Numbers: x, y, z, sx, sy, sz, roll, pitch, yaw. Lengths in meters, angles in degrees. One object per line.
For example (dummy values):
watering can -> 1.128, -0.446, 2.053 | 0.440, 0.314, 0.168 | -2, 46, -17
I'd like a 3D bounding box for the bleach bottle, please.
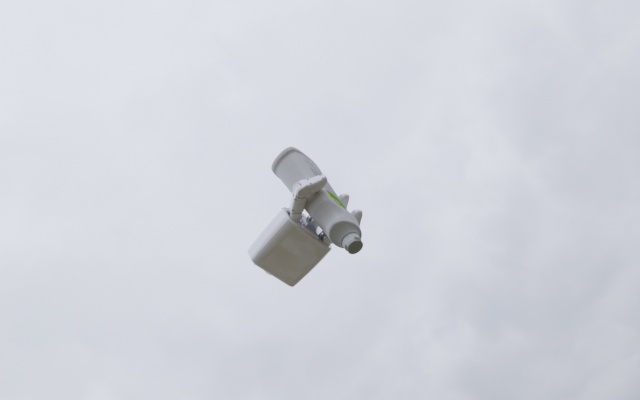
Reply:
bleach bottle -> 0.000, 0.003, 0.850 | 0.103, 0.068, 0.250 | 33, 14, -41
